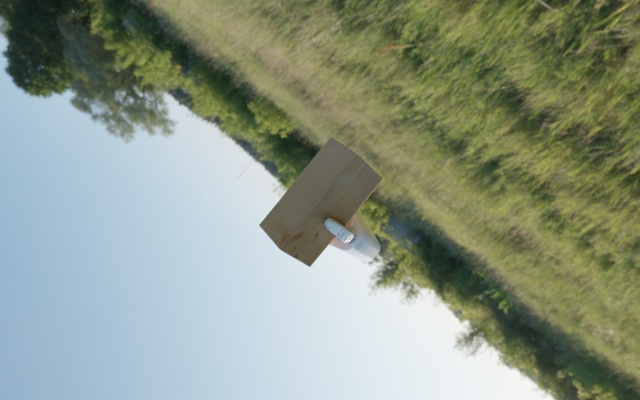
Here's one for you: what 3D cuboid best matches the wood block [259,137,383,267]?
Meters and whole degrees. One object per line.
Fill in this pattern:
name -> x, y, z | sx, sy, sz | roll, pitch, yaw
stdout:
wood block -> 0.000, 0.003, 0.854 | 0.090, 0.206, 0.090 | 37, 2, -42
